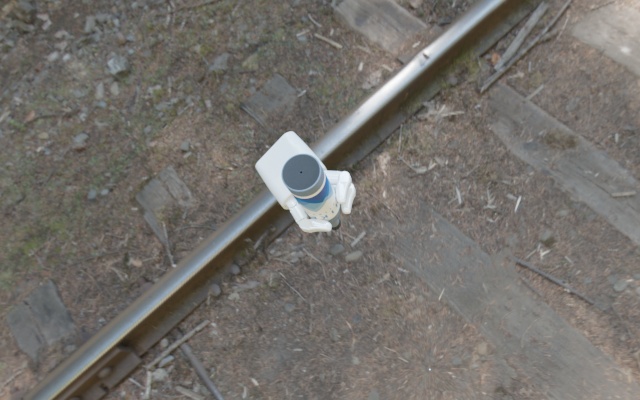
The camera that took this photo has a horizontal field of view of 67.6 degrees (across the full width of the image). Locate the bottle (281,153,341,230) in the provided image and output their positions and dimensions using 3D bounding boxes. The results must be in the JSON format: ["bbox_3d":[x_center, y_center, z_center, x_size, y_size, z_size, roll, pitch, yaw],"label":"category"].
[{"bbox_3d":[0.000,0.003,0.897,0.069,0.069,0.296,0,-19,13],"label":"bottle"}]
